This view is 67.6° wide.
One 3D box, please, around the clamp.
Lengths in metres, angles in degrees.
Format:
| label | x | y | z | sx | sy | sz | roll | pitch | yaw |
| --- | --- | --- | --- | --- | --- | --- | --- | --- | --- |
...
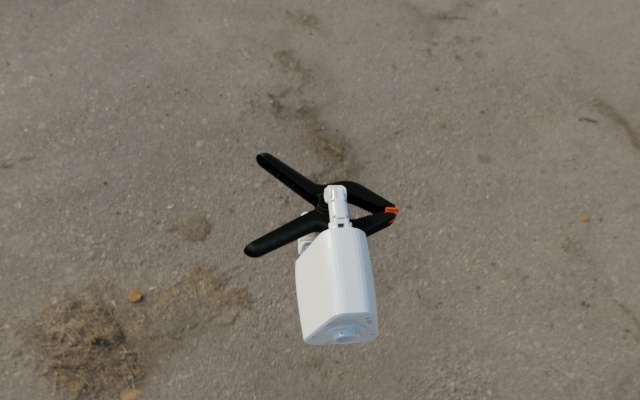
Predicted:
| label | x | y | z | sx | sy | sz | roll | pitch | yaw |
| --- | --- | --- | --- | --- | --- | --- | --- | --- | --- |
| clamp | 0.001 | 0.002 | 0.658 | 0.210 | 0.164 | 0.036 | 0 | -33 | -9 |
